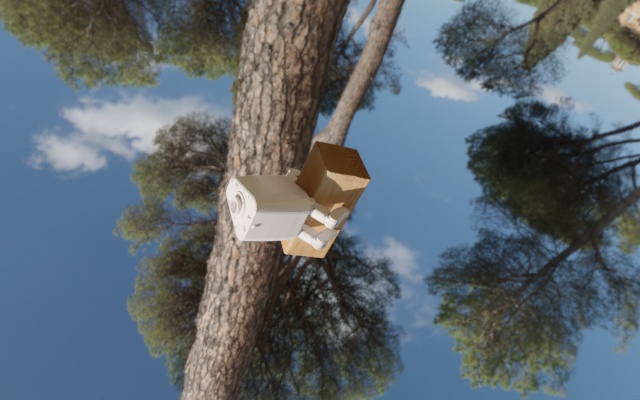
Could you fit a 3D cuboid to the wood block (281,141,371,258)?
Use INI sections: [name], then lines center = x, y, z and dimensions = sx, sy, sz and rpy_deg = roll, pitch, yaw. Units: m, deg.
[wood block]
center = 0.000, 0.003, 0.895
dimensions = 0.090, 0.206, 0.090
rpy_deg = 9, 39, -26
